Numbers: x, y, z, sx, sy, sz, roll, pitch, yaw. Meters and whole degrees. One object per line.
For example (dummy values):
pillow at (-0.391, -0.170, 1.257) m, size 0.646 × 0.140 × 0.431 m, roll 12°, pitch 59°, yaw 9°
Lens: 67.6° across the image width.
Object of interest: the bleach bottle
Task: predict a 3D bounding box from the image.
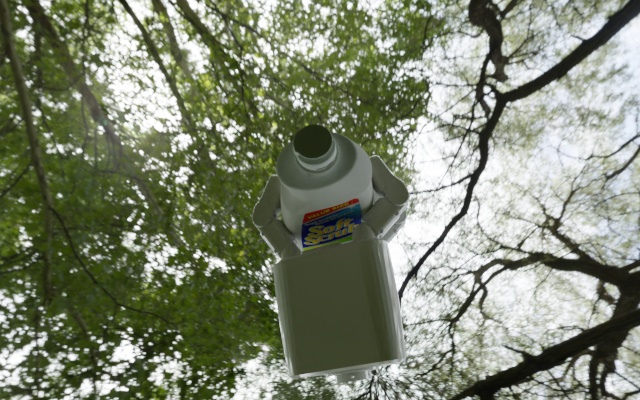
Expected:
bleach bottle at (0.000, 0.001, 0.461) m, size 0.102 × 0.068 × 0.251 m, roll -9°, pitch -21°, yaw 3°
